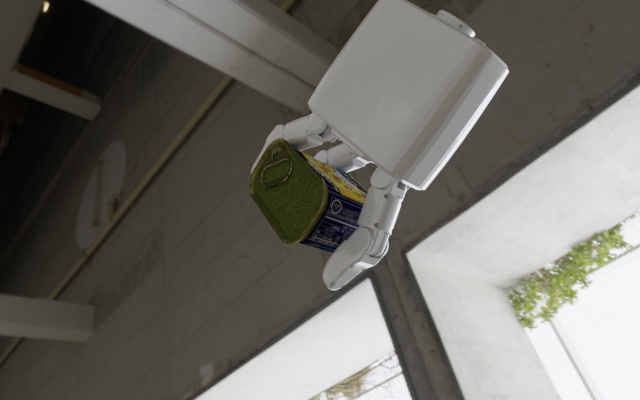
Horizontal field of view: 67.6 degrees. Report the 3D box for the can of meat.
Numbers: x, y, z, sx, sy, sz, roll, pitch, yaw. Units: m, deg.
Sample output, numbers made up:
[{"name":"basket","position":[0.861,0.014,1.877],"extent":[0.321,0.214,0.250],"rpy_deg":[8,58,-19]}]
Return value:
[{"name":"can of meat","position":[0.000,0.002,0.402],"extent":[0.084,0.057,0.102],"rpy_deg":[21,18,-40]}]
